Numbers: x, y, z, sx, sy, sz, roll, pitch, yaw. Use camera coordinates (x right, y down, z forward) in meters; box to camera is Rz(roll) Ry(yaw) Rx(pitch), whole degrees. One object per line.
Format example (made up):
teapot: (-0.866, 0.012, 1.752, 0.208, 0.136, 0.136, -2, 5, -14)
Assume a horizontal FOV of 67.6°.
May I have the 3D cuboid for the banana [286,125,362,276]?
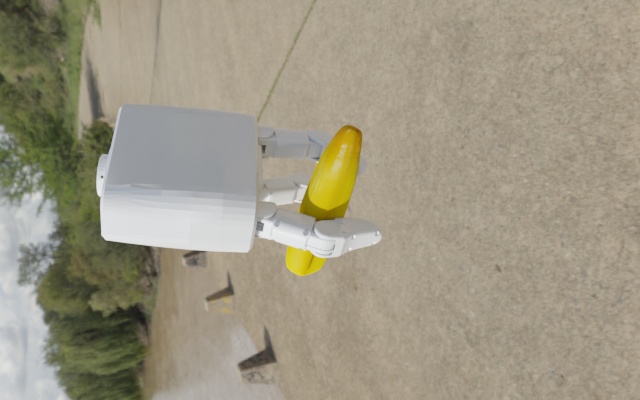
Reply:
banana: (-0.004, 0.019, 0.412, 0.037, 0.069, 0.198, 14, -32, -4)
